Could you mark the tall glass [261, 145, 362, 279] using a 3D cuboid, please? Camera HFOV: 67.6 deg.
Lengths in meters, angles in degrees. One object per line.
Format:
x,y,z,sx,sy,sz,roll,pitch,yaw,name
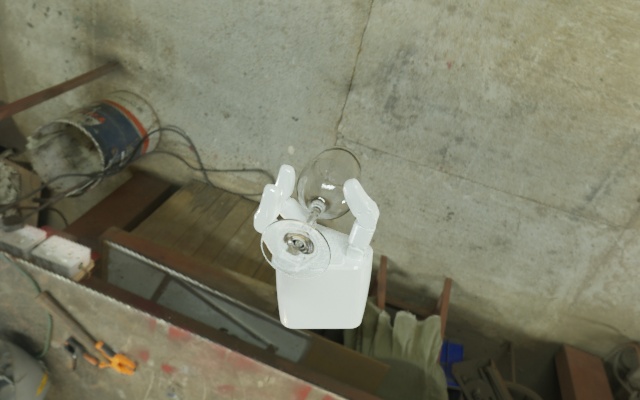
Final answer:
0.000,0.002,0.565,0.079,0.079,0.201,0,30,17,tall glass
